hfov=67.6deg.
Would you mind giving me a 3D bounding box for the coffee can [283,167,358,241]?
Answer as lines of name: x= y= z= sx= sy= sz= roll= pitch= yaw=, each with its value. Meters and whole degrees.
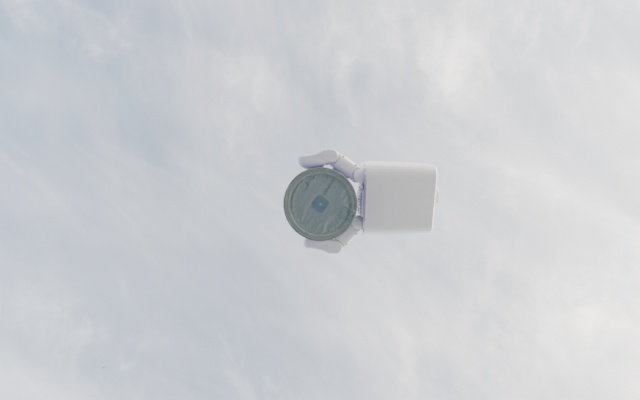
coffee can: x=0.000 y=0.002 z=0.726 sx=0.103 sy=0.103 sz=0.140 roll=0 pitch=2 yaw=0
